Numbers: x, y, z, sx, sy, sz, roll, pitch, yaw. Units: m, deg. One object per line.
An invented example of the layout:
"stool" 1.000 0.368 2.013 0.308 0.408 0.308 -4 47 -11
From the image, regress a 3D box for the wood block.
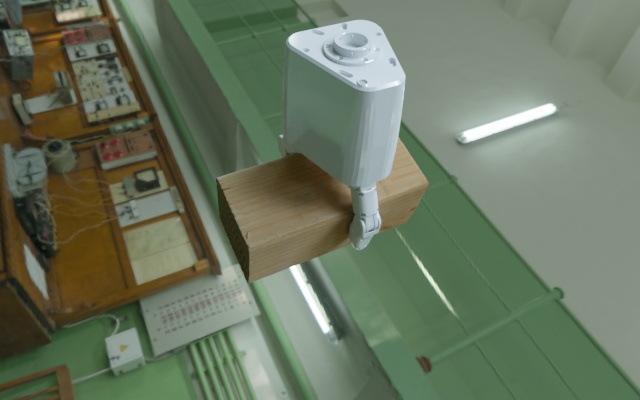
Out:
"wood block" 0.000 0.002 0.527 0.206 0.090 0.090 -19 -26 -19
